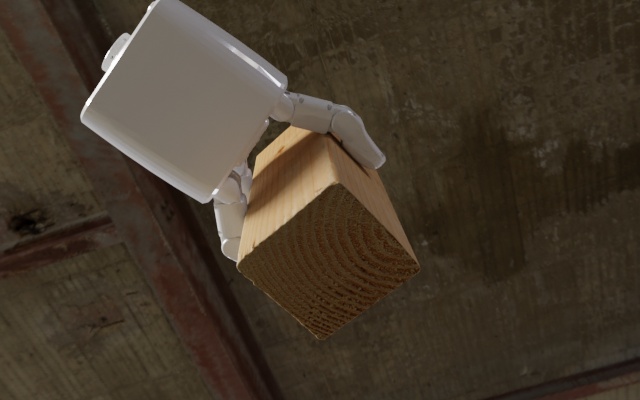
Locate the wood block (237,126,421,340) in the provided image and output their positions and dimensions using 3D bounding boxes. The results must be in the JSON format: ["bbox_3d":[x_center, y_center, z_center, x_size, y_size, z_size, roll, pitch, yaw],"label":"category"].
[{"bbox_3d":[0.000,0.001,0.403,0.091,0.090,0.206,-39,21,14],"label":"wood block"}]
